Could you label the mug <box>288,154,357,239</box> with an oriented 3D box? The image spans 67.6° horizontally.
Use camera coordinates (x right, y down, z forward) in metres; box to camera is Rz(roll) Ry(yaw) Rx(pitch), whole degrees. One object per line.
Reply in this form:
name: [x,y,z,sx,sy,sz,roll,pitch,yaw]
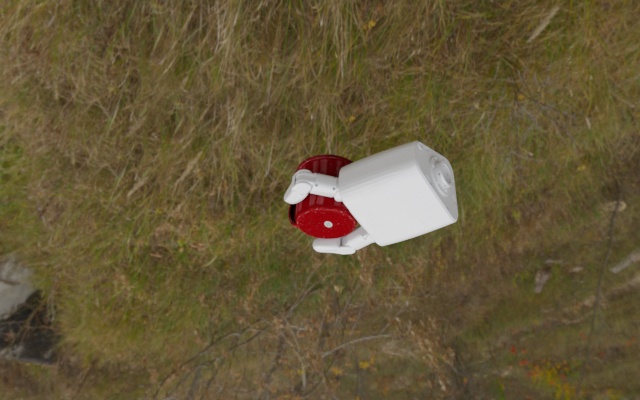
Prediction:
mug: [-0.001,0.003,0.648,0.117,0.081,0.093,-22,-41,34]
